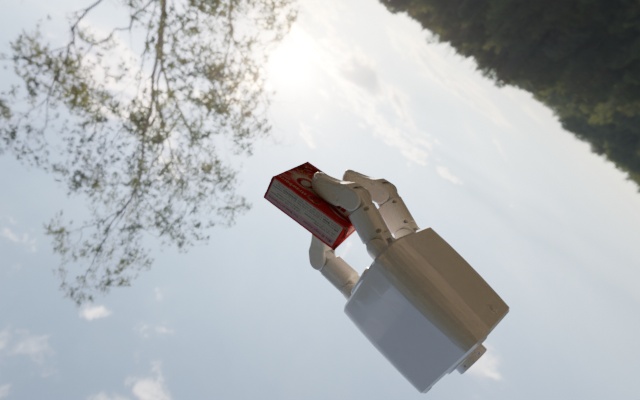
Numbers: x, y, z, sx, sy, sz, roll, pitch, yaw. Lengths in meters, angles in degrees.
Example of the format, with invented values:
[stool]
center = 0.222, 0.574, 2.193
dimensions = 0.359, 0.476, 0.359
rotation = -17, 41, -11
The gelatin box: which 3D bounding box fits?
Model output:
[gelatin box]
center = 0.000, 0.002, 0.473
dimensions = 0.089, 0.030, 0.073
rotation = 35, 28, 12
